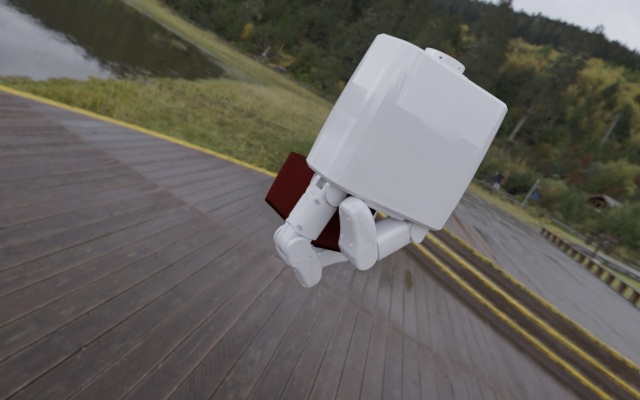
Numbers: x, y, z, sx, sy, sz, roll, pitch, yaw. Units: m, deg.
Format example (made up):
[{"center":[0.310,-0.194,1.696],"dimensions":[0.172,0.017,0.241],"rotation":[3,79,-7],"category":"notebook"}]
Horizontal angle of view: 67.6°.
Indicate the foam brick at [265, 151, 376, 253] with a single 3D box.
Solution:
[{"center":[0.000,0.001,0.404],"dimensions":[0.053,0.051,0.078],"rotation":[17,17,-41],"category":"foam brick"}]
